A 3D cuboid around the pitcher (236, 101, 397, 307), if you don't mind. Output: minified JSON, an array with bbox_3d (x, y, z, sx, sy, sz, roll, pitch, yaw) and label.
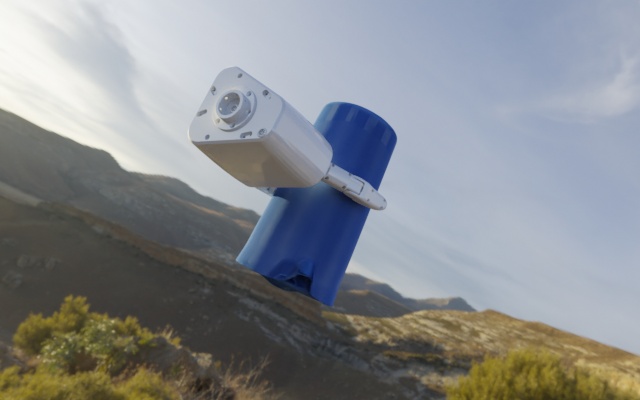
[{"bbox_3d":[0.000,0.002,0.622,0.149,0.243,0.145,20,-11,34],"label":"pitcher"}]
